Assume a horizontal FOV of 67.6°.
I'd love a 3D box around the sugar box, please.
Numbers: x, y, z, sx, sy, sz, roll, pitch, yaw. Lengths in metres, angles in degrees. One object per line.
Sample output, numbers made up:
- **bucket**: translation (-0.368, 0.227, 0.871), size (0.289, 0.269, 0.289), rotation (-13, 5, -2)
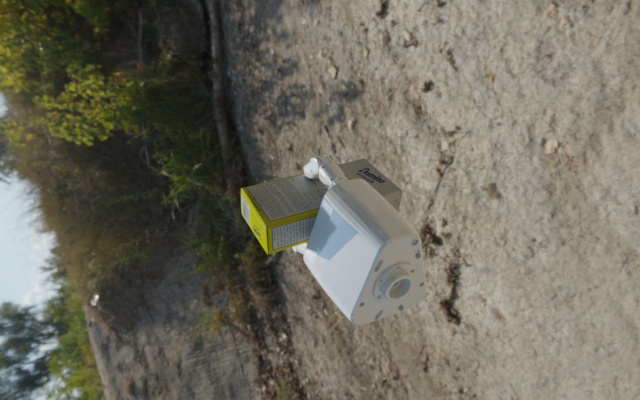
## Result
- **sugar box**: translation (0.000, 0.002, 0.583), size (0.176, 0.048, 0.093), rotation (-12, 36, -23)
